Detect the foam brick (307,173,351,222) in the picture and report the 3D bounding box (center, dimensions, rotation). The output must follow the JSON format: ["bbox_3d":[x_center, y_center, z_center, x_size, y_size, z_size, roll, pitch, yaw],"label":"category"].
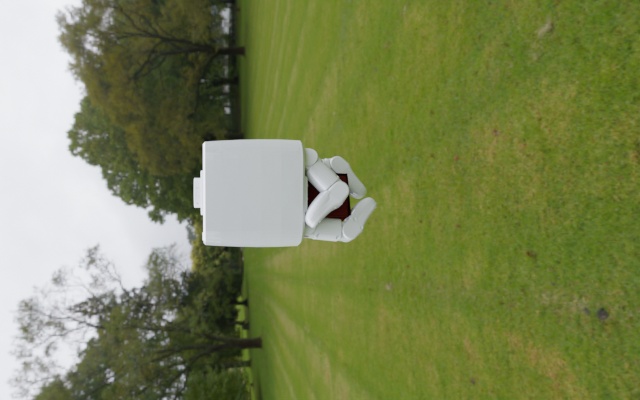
[{"bbox_3d":[0.000,0.002,0.572,0.051,0.053,0.078,-1,-15,-13],"label":"foam brick"}]
